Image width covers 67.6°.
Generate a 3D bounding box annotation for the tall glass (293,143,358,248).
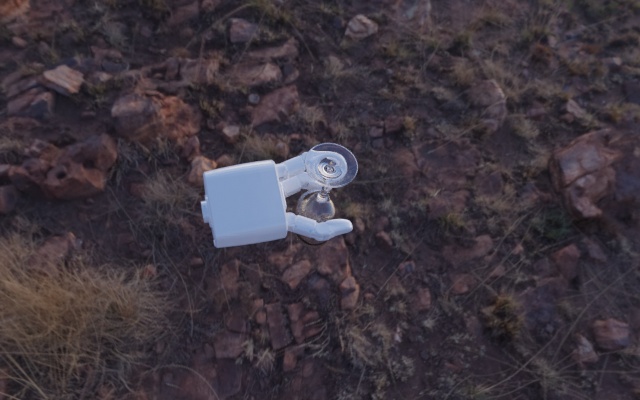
[{"bbox_3d":[0.000,0.002,0.737,0.079,0.079,0.201,0,-31,-9],"label":"tall glass"}]
